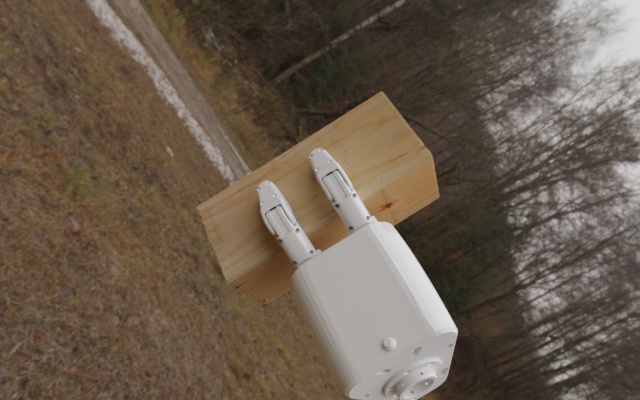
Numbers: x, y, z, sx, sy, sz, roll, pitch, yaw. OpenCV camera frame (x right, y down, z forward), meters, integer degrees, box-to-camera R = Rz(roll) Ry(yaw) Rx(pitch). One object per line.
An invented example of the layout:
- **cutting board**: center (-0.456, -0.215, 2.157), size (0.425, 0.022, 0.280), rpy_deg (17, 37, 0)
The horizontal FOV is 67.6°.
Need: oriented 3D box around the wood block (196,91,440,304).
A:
- **wood block**: center (0.000, 0.002, 0.464), size (0.206, 0.090, 0.091), rpy_deg (-32, -30, 2)
